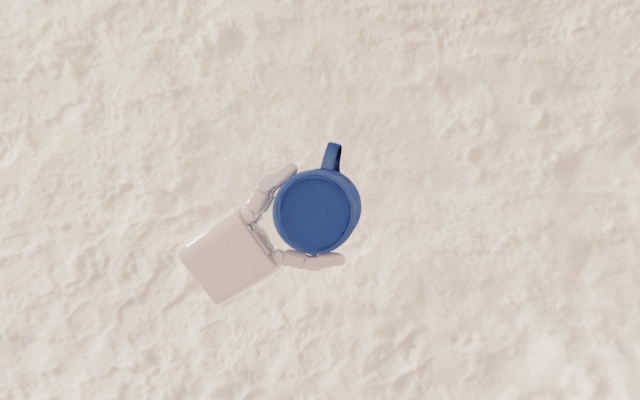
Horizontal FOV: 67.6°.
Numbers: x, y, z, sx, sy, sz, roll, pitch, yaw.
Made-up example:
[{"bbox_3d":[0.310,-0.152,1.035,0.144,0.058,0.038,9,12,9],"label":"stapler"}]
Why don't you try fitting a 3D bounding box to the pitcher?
[{"bbox_3d":[0.000,0.002,0.712,0.145,0.149,0.243,-31,-1,3],"label":"pitcher"}]
